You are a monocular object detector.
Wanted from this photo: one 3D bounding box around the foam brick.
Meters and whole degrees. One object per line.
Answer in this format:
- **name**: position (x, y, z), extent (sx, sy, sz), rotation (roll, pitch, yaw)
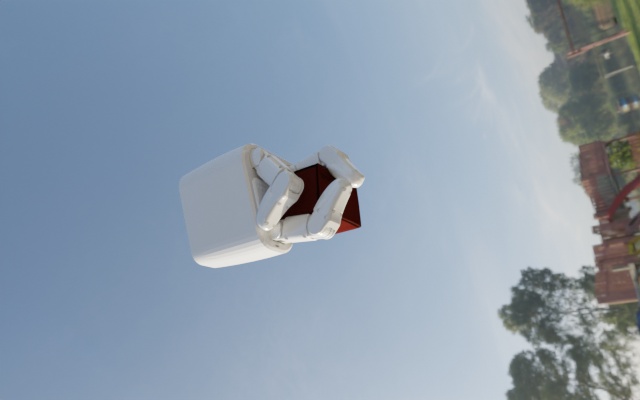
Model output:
- **foam brick**: position (0.000, 0.002, 0.509), extent (0.051, 0.053, 0.078), rotation (-18, -26, 32)
